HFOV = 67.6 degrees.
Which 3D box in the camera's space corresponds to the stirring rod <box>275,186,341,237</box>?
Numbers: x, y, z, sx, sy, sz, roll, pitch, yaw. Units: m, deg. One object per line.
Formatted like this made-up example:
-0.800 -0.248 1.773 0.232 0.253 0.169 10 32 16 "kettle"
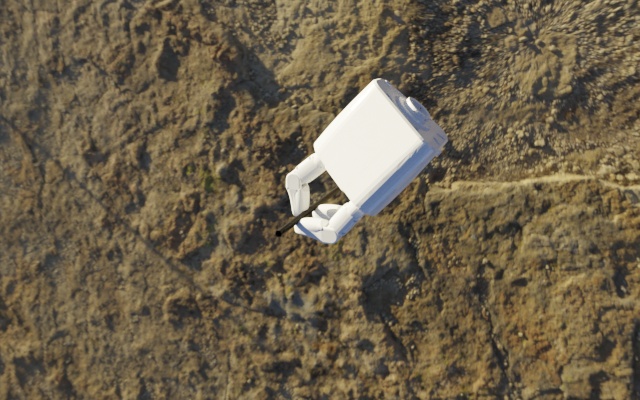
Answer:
0.000 0.002 0.640 0.011 0.011 0.239 0 17 24 "stirring rod"
